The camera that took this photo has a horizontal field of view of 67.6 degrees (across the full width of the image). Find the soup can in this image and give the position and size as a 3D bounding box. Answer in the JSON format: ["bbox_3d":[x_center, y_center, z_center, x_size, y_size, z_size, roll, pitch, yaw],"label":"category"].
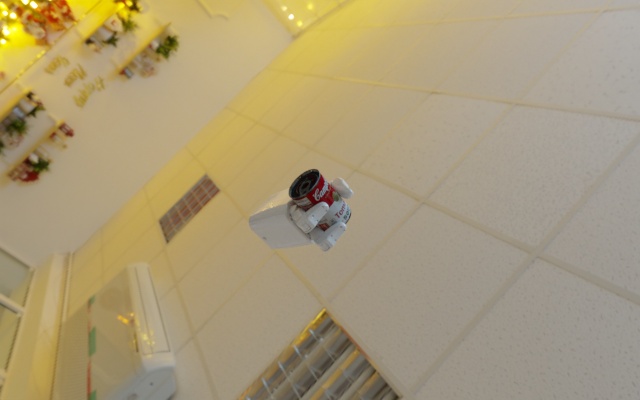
[{"bbox_3d":[0.001,0.003,0.848,0.068,0.068,0.102,0,-40,49],"label":"soup can"}]
